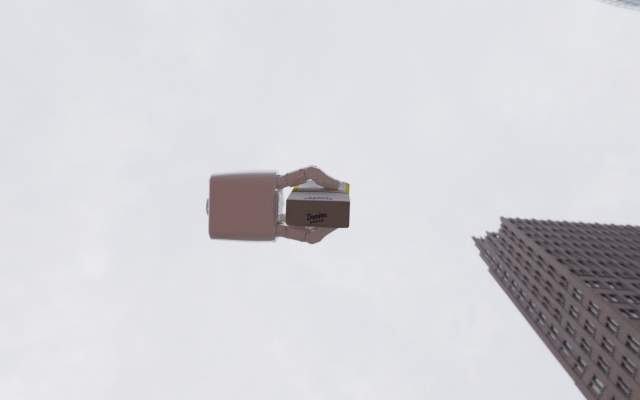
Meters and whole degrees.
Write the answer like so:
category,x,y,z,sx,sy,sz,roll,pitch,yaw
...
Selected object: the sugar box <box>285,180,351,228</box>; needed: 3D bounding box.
category,x,y,z,sx,sy,sz,roll,pitch,yaw
sugar box,0.000,0.003,0.753,0.093,0.048,0.176,2,14,3
